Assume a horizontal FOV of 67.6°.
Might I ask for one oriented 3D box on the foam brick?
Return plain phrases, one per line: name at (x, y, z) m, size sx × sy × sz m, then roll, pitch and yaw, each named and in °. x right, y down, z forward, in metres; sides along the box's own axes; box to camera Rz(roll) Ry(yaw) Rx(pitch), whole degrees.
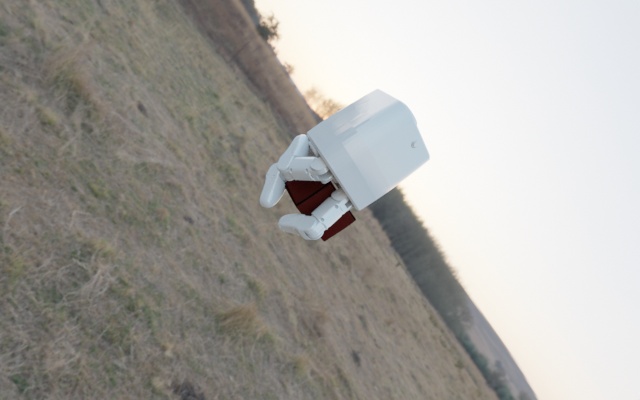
foam brick at (0.000, 0.002, 0.595) m, size 0.051 × 0.078 × 0.053 m, roll -34°, pitch 42°, yaw 2°
